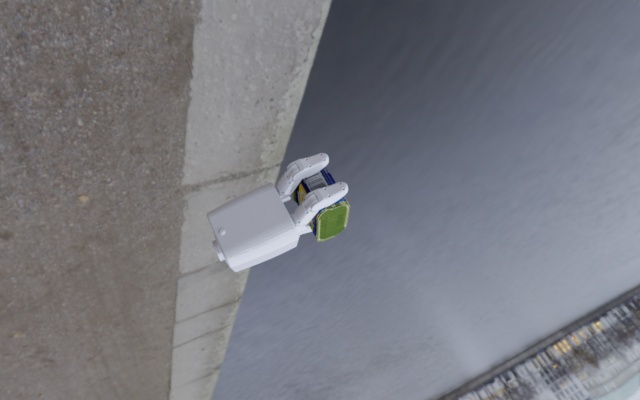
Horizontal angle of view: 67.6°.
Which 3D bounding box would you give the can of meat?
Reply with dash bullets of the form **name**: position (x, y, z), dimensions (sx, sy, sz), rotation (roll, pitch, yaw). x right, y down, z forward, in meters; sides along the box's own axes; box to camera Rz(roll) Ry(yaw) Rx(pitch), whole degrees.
- **can of meat**: position (0.000, 0.003, 0.718), dimensions (0.057, 0.084, 0.102), rotation (-22, -27, -14)
